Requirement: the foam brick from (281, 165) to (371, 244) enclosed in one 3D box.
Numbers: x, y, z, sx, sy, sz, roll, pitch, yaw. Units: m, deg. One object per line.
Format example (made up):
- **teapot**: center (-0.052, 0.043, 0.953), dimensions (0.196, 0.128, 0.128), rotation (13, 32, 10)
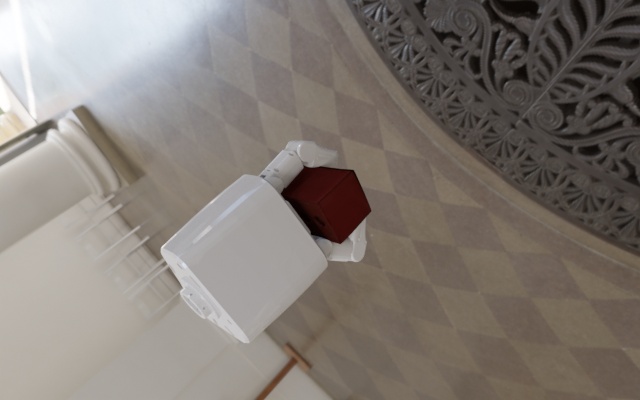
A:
- **foam brick**: center (0.000, 0.001, 0.469), dimensions (0.078, 0.053, 0.051), rotation (11, 48, 48)
